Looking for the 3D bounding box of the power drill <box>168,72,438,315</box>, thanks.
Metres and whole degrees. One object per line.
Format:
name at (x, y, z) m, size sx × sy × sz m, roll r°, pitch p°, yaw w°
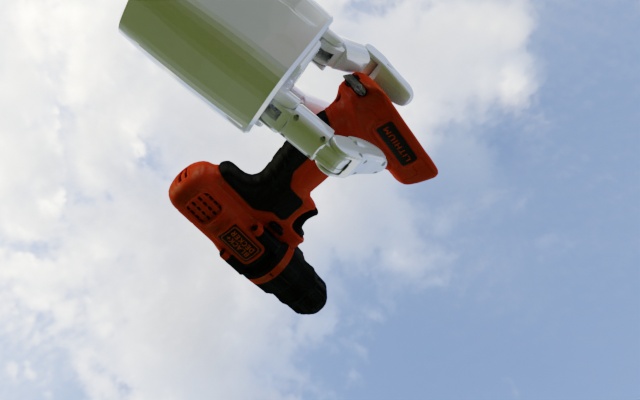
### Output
power drill at (0.000, 0.001, 0.400) m, size 0.187 × 0.184 × 0.057 m, roll -37°, pitch 32°, yaw 7°
